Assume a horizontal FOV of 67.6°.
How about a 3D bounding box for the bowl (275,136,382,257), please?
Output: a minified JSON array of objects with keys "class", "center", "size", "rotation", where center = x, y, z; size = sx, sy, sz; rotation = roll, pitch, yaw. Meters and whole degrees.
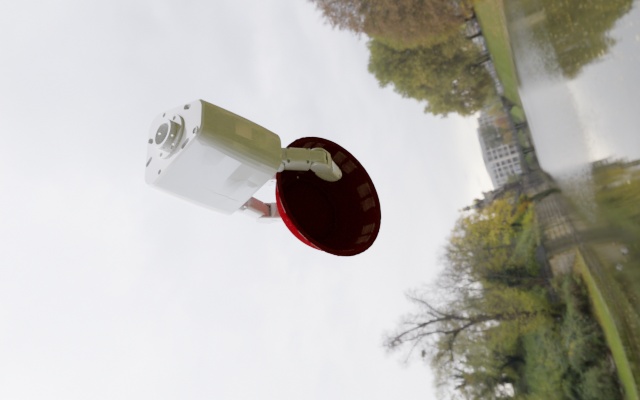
[{"class":"bowl","center":[0.001,0.003,0.605],"size":[0.162,0.162,0.055],"rotation":[0,-24,-39]}]
